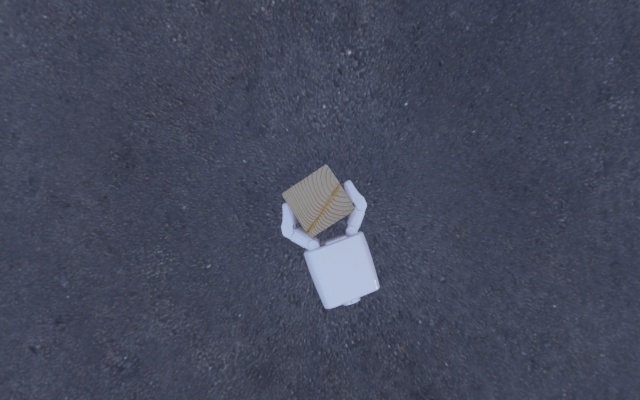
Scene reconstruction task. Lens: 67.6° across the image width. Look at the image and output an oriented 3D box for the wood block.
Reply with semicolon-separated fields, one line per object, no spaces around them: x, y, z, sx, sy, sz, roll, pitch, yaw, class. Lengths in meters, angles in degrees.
0.001;0.003;0.874;0.091;0.090;0.206;-33;-2;1;wood block
